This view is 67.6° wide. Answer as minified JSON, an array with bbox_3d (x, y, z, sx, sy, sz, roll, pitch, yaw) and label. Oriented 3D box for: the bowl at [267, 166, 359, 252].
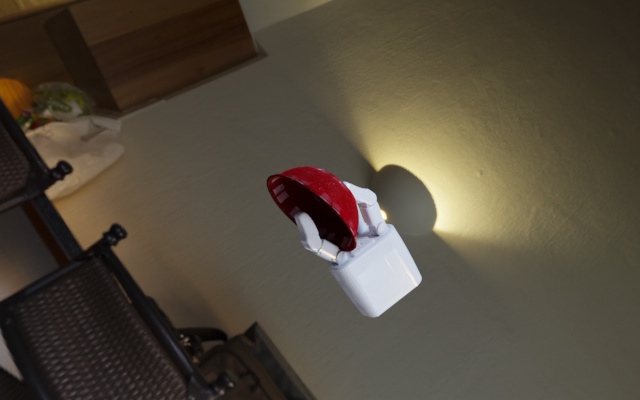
[{"bbox_3d":[0.000,0.001,0.695,0.162,0.055,0.162,33,-22,15],"label":"bowl"}]
